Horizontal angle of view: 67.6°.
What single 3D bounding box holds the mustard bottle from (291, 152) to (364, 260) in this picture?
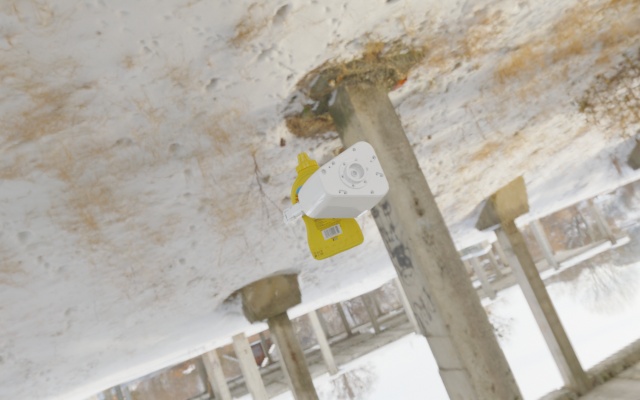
[{"bbox_3d":[0.000,0.003,0.849,0.096,0.191,0.058,-22,-11,3],"label":"mustard bottle"}]
